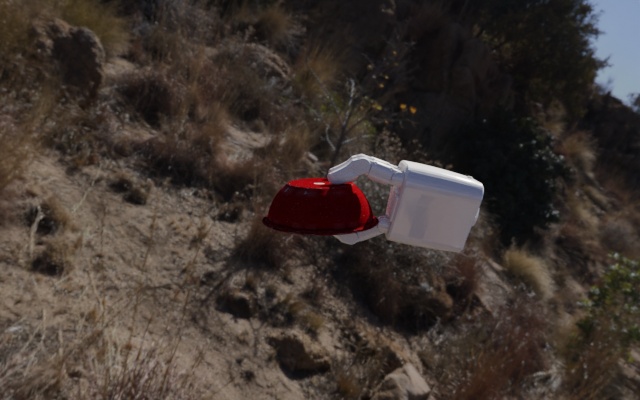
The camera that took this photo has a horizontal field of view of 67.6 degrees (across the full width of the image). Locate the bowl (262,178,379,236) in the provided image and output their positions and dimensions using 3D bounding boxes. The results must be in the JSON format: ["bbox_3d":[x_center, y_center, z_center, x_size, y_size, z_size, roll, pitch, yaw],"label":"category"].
[{"bbox_3d":[-0.001,0.002,0.658,0.162,0.055,0.162,0,11,0],"label":"bowl"}]
